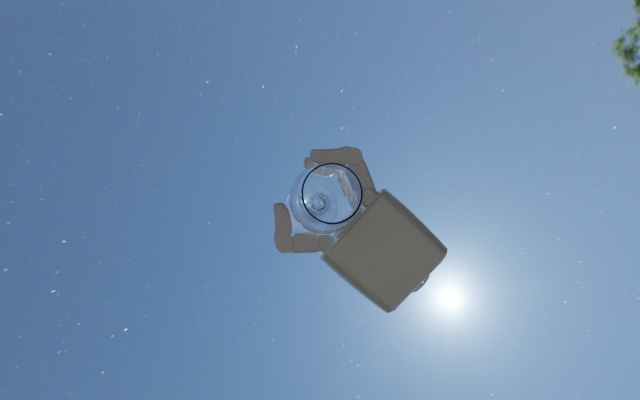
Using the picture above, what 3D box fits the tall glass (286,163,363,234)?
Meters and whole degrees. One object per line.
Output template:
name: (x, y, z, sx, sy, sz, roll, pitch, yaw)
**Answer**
tall glass: (0.000, 0.002, 0.570, 0.079, 0.079, 0.201, 0, -5, -7)
